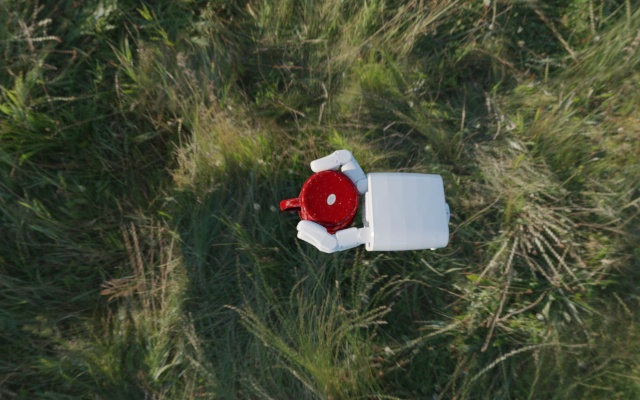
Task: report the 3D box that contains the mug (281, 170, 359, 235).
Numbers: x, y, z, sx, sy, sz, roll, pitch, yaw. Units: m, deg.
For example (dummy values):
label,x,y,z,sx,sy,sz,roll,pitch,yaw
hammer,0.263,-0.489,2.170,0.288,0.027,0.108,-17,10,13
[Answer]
label,x,y,z,sx,sy,sz,roll,pitch,yaw
mug,-0.001,0.002,0.696,0.117,0.093,0.081,-2,-8,-1
